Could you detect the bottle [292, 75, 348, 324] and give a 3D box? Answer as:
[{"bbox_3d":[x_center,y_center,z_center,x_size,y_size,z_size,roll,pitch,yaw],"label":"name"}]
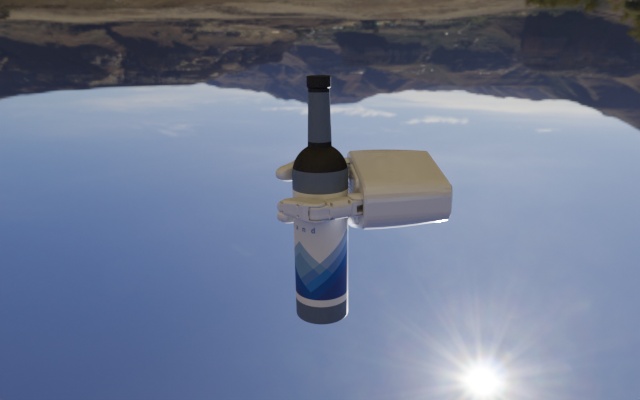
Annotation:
[{"bbox_3d":[0.000,0.002,0.574,0.069,0.296,0.069,-1,17,0],"label":"bottle"}]
